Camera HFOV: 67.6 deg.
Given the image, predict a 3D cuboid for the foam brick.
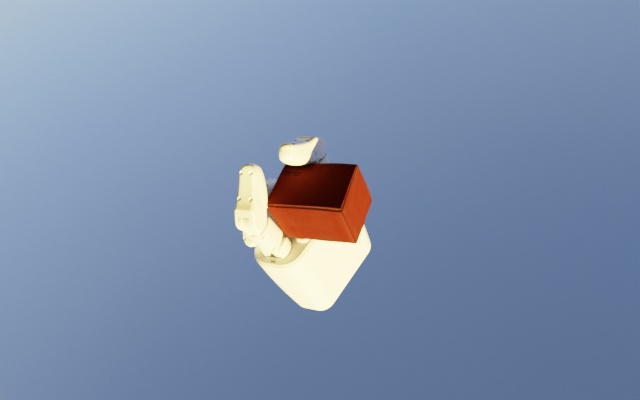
[{"bbox_3d":[0.000,0.001,0.437,0.078,0.053,0.051,4,-37,29],"label":"foam brick"}]
